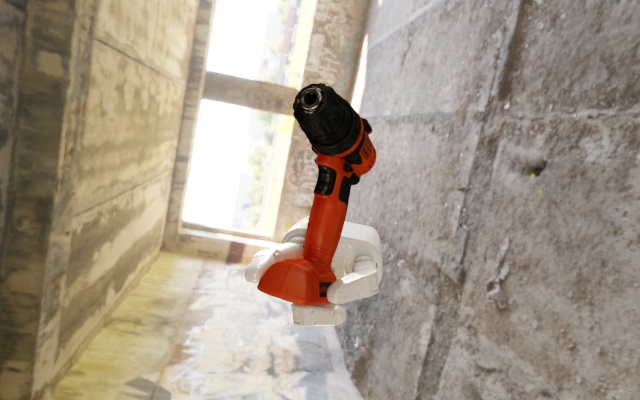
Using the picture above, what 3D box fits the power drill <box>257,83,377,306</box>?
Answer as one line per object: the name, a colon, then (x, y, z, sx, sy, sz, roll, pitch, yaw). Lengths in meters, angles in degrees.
power drill: (0.000, 0.002, 0.451, 0.057, 0.187, 0.184, 16, -5, 21)
